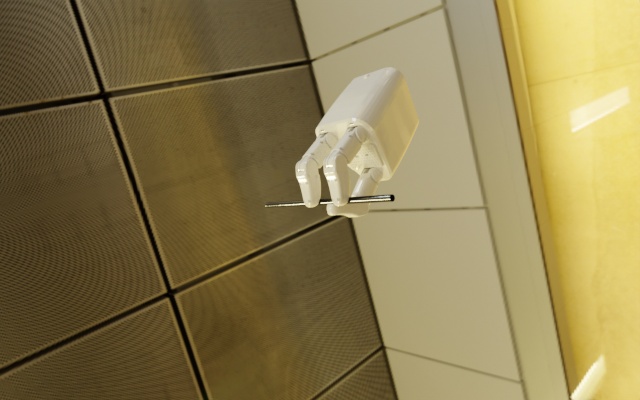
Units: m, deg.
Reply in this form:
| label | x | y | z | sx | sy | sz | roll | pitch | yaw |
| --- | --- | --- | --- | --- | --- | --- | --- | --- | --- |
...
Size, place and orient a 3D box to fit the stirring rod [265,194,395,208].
| label | x | y | z | sx | sy | sz | roll | pitch | yaw |
| --- | --- | --- | --- | --- | --- | --- | --- | --- | --- |
| stirring rod | 0.000 | 0.002 | 0.605 | 0.011 | 0.011 | 0.239 | 0 | -2 | -40 |
